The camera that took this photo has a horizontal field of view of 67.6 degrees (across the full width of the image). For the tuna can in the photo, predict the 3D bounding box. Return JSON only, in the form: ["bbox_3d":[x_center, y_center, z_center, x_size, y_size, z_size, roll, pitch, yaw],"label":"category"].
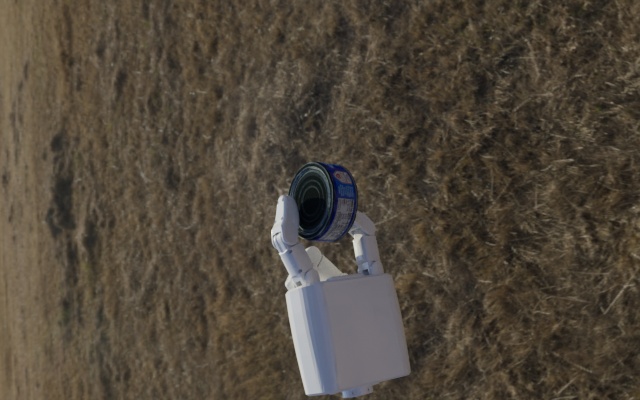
[{"bbox_3d":[0.000,0.002,0.514,0.034,0.086,0.086,6,-4,-37],"label":"tuna can"}]
